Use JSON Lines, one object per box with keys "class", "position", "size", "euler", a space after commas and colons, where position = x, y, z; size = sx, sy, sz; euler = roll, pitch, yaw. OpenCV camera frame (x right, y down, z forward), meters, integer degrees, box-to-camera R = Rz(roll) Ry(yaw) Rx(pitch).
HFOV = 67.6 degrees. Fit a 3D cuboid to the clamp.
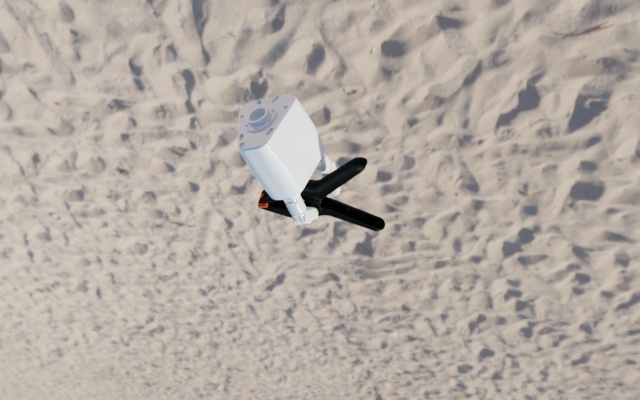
{"class": "clamp", "position": [-0.001, 0.003, 0.781], "size": [0.210, 0.036, 0.165], "euler": [-7, -43, 24]}
